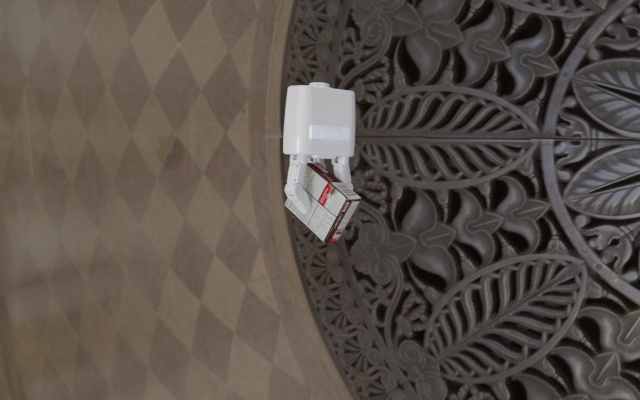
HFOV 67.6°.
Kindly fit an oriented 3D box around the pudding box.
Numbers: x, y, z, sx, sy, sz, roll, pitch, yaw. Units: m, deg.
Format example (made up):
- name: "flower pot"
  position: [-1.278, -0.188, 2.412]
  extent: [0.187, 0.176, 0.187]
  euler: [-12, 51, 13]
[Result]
- name: "pudding box"
  position: [0.000, 0.003, 0.784]
  extent: [0.039, 0.090, 0.113]
  euler: [0, 34, -49]
